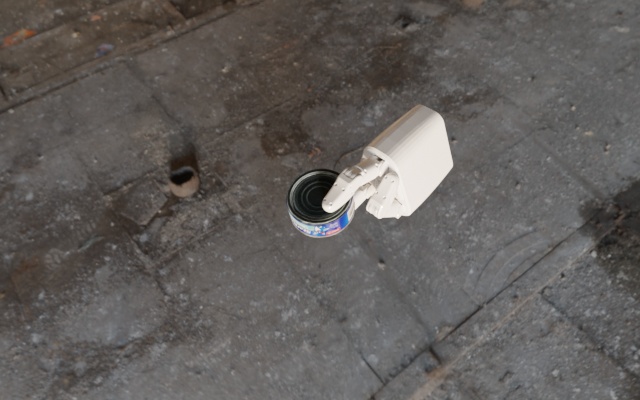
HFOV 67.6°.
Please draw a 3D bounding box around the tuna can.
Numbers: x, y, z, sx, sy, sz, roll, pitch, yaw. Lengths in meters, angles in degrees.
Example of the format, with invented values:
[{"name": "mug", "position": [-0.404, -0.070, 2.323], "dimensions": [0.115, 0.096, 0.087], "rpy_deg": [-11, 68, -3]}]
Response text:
[{"name": "tuna can", "position": [0.000, 0.002, 0.606], "dimensions": [0.086, 0.086, 0.034], "rpy_deg": [0, -32, 9]}]
